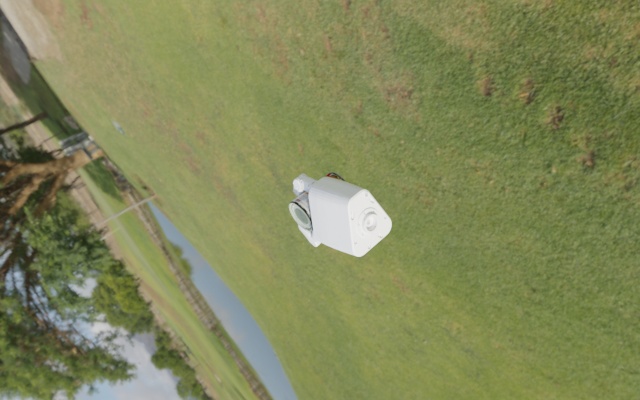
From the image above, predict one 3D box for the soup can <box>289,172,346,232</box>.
[{"bbox_3d":[0.000,0.003,0.890,0.102,0.068,0.068,-37,17,-24],"label":"soup can"}]
